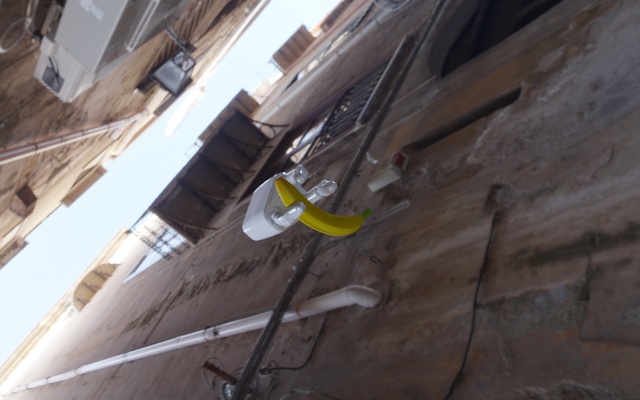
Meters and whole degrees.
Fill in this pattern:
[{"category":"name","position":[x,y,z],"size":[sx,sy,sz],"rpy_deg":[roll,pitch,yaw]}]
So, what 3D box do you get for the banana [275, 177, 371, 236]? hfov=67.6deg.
[{"category":"banana","position":[0.000,0.021,0.867],"size":[0.198,0.069,0.037],"rpy_deg":[20,-22,-24]}]
